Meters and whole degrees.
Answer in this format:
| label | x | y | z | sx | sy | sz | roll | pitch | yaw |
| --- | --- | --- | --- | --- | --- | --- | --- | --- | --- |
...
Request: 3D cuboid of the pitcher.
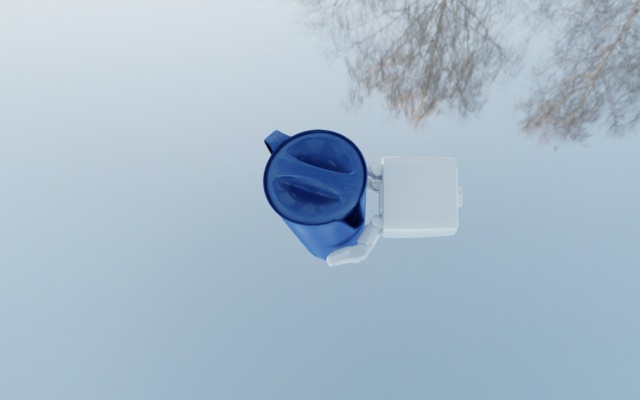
| label | x | y | z | sx | sy | sz | roll | pitch | yaw |
| --- | --- | --- | --- | --- | --- | --- | --- | --- | --- |
| pitcher | 0.000 | 0.002 | 0.706 | 0.145 | 0.149 | 0.243 | 0 | -21 | 7 |
